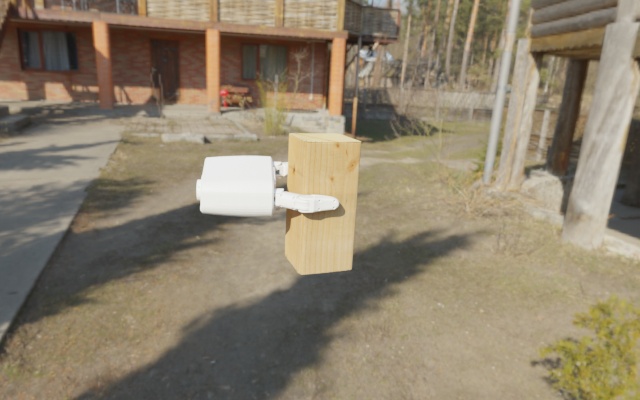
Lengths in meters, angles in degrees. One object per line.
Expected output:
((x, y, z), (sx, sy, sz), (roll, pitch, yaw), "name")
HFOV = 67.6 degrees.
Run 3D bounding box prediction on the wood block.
((0.000, 0.002, 0.758), (0.090, 0.206, 0.090), (-3, 16, -20), "wood block")
